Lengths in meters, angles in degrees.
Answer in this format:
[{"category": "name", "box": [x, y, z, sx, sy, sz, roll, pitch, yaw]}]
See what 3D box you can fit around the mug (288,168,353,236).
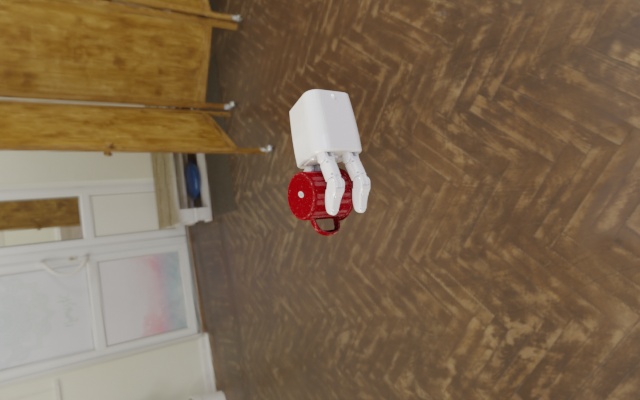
[{"category": "mug", "box": [0.000, 0.004, 0.808, 0.081, 0.117, 0.093, -4, -12, -37]}]
